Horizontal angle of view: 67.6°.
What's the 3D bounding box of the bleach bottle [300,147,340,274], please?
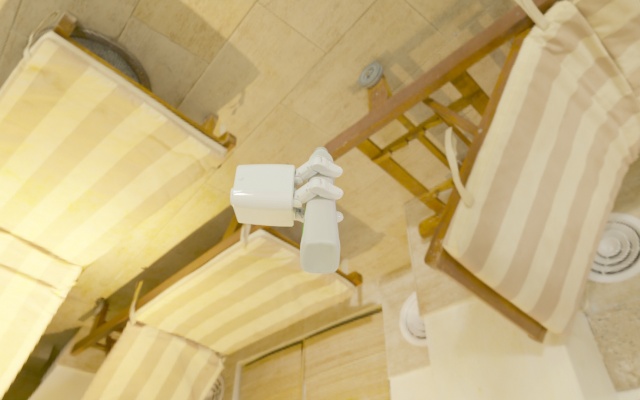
[{"bbox_3d":[0.000,0.003,0.883,0.068,0.250,0.103,1,-41,-1],"label":"bleach bottle"}]
